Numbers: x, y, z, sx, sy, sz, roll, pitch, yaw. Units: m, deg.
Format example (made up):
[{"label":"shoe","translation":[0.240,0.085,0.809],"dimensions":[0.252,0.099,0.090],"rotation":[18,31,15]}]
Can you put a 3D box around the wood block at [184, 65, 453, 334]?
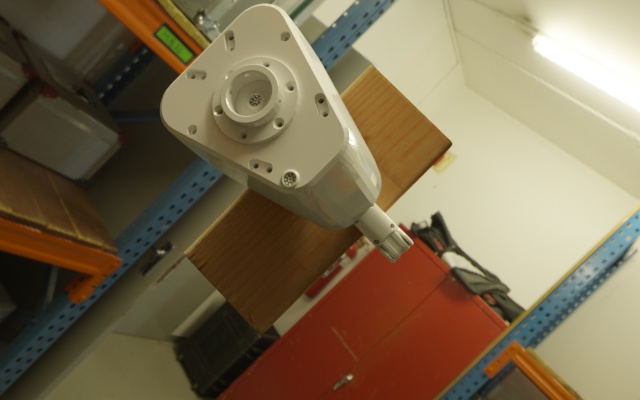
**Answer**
[{"label":"wood block","translation":[0.000,0.001,0.405],"dimensions":[0.206,0.091,0.090],"rotation":[-45,-5,2]}]
